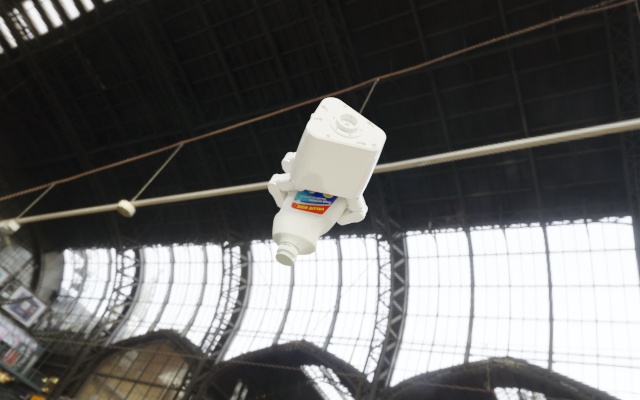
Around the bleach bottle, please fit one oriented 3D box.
[{"bbox_3d":[0.000,0.002,0.754,0.102,0.250,0.068,25,-40,3],"label":"bleach bottle"}]
